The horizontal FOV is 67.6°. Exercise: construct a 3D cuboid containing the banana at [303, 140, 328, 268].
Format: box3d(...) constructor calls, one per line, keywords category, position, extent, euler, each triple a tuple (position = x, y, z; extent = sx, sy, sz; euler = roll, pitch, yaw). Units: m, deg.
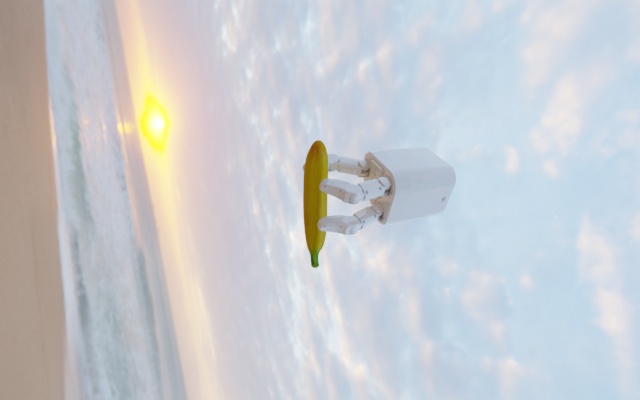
box3d(category="banana", position=(-0.005, -0.001, 0.722), extent=(0.037, 0.198, 0.069), euler=(-6, 22, -14))
